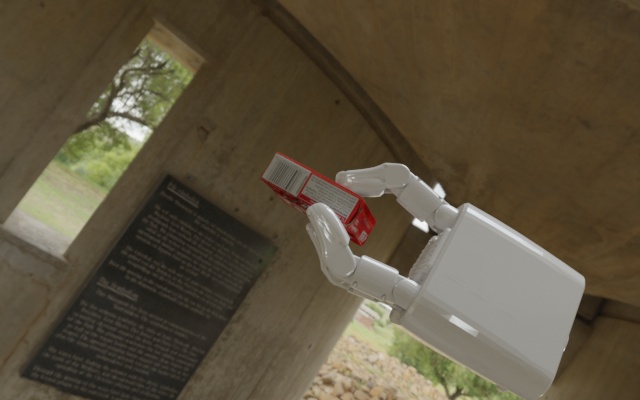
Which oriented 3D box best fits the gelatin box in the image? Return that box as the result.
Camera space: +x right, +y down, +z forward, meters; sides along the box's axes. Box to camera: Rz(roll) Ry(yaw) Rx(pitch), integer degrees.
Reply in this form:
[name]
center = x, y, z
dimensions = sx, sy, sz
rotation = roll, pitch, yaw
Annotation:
[gelatin box]
center = 0.000, 0.001, 0.412
dimensions = 0.089, 0.030, 0.073
rotation = 29, -8, 20
